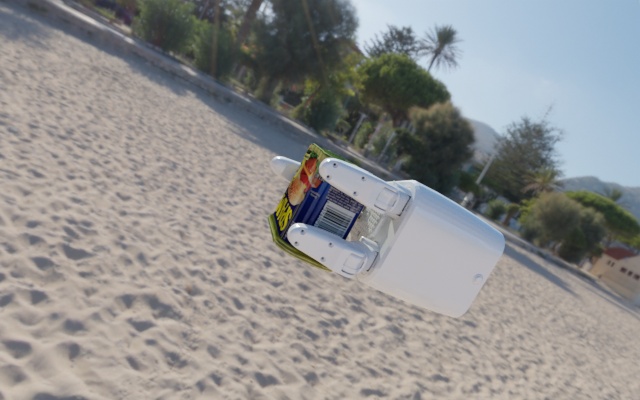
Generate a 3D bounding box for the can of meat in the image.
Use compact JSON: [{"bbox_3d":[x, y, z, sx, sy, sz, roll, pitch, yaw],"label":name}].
[{"bbox_3d":[0.000,0.001,0.417,0.057,0.084,0.102,27,8,-15],"label":"can of meat"}]
